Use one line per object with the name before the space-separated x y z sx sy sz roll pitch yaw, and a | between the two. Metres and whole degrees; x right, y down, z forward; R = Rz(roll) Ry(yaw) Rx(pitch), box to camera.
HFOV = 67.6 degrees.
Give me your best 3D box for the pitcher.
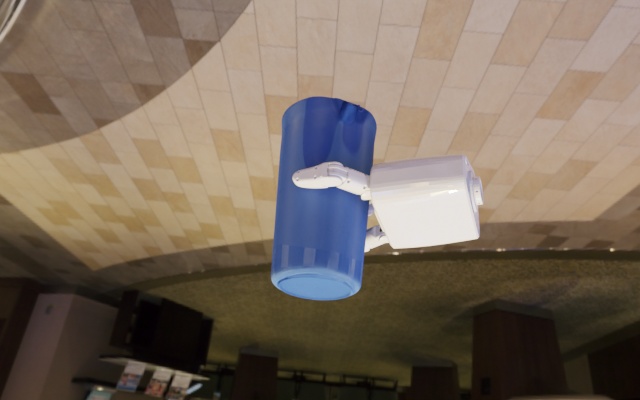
pitcher | 0.000 0.002 0.625 0.145 0.242 0.149 -7 -30 22
